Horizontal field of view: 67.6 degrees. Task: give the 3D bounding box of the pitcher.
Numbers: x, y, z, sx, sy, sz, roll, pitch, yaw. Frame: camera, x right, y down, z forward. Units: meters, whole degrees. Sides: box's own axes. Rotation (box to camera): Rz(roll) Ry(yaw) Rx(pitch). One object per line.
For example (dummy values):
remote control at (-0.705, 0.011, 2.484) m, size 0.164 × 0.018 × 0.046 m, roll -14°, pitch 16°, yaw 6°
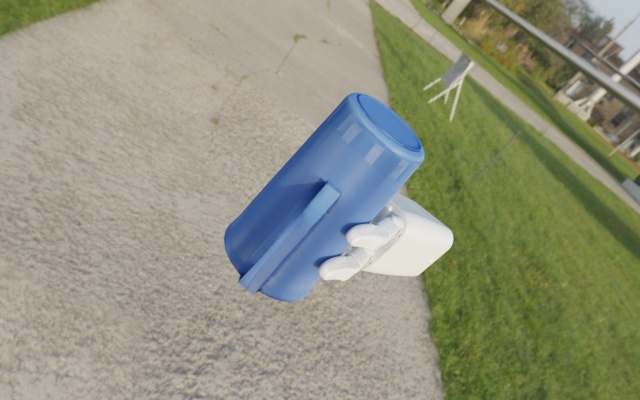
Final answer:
pitcher at (0.000, 0.002, 0.551) m, size 0.145 × 0.149 × 0.243 m, roll 18°, pitch -55°, yaw -39°
